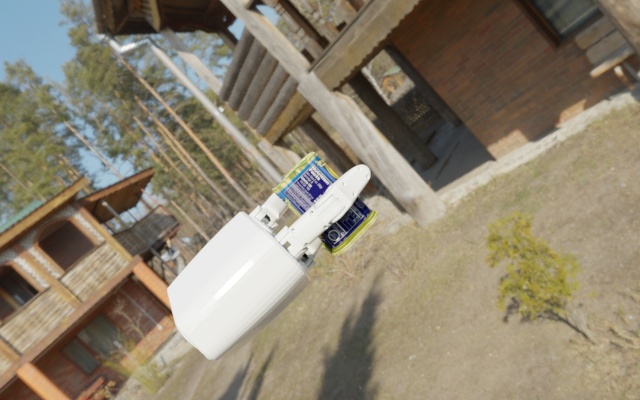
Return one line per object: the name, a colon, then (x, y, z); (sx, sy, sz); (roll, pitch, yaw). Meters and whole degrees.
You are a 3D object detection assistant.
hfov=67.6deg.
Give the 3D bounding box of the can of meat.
can of meat: (0.000, 0.001, 0.467); (0.057, 0.084, 0.102); (-45, 6, -5)
